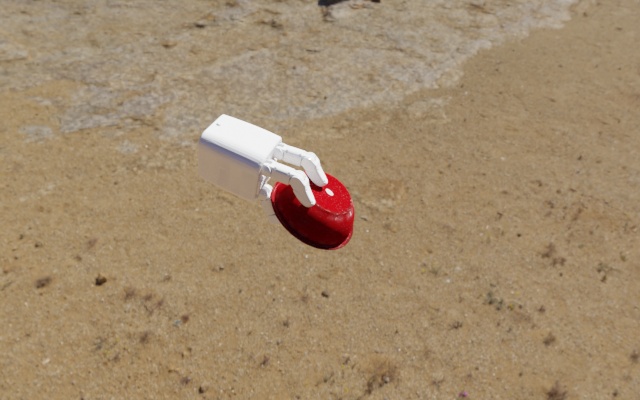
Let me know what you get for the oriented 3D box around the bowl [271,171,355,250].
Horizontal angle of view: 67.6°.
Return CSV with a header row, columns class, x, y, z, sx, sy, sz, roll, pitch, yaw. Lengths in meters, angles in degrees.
class,x,y,z,sx,sy,sz,roll,pitch,yaw
bowl,0.002,0.003,0.805,0.162,0.162,0.055,0,-38,-39
